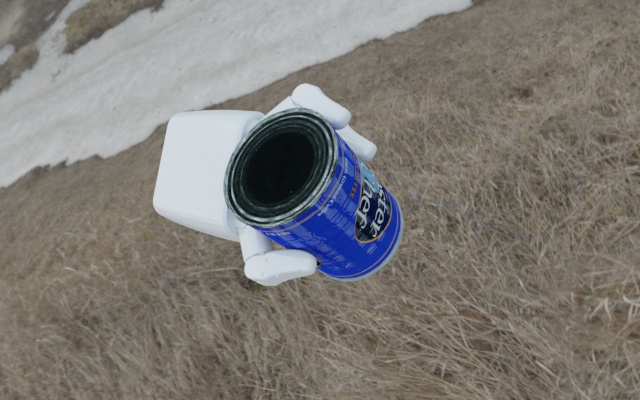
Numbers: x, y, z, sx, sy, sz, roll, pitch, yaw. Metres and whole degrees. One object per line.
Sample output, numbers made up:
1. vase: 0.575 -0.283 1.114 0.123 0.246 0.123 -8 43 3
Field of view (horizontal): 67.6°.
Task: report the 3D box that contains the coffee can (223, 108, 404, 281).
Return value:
1. coffee can: 0.000 0.002 0.415 0.103 0.102 0.140 0 -24 31
